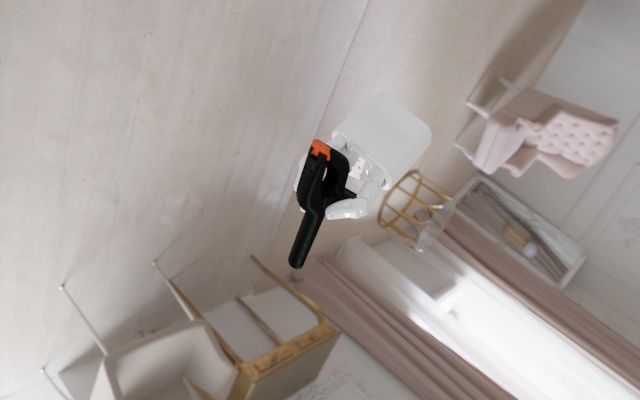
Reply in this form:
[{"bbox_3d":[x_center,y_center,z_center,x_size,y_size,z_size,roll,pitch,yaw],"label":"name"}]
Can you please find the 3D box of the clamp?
[{"bbox_3d":[0.001,0.002,0.677,0.036,0.164,0.210,33,-22,26],"label":"clamp"}]
